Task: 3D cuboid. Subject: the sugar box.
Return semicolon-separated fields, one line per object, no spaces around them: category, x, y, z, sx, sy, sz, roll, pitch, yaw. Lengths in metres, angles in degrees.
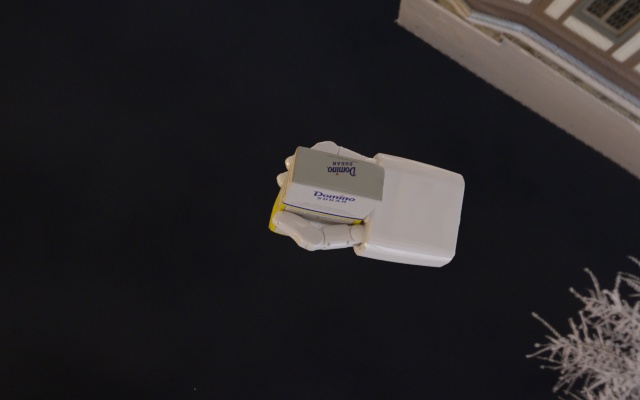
sugar box;0.000;0.001;0.538;0.093;0.048;0.176;12;-23;-10
